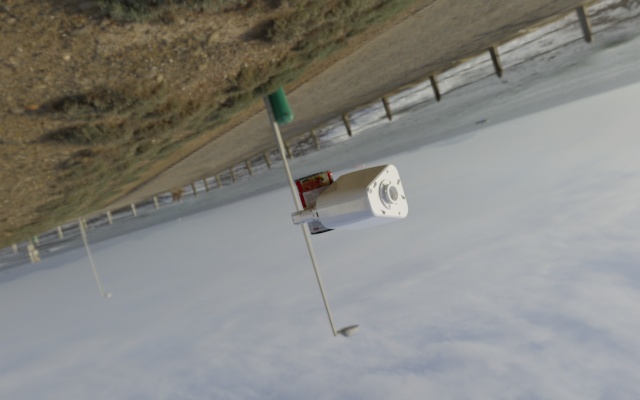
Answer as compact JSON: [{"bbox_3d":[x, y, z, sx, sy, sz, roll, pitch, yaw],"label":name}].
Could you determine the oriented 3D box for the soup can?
[{"bbox_3d":[0.000,0.003,0.848,0.068,0.102,0.068,-17,3,1],"label":"soup can"}]
